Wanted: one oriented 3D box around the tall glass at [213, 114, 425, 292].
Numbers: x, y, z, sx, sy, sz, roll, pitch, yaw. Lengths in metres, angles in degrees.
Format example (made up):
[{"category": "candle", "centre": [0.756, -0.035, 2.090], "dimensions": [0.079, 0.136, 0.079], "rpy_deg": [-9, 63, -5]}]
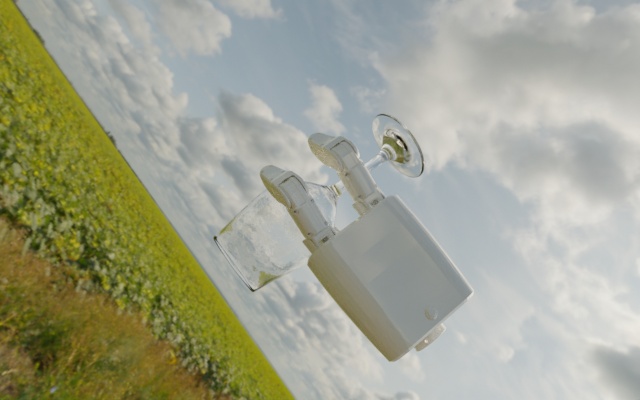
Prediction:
[{"category": "tall glass", "centre": [0.001, 0.001, 0.451], "dimensions": [0.201, 0.079, 0.079], "rpy_deg": [-35, 10, -15]}]
